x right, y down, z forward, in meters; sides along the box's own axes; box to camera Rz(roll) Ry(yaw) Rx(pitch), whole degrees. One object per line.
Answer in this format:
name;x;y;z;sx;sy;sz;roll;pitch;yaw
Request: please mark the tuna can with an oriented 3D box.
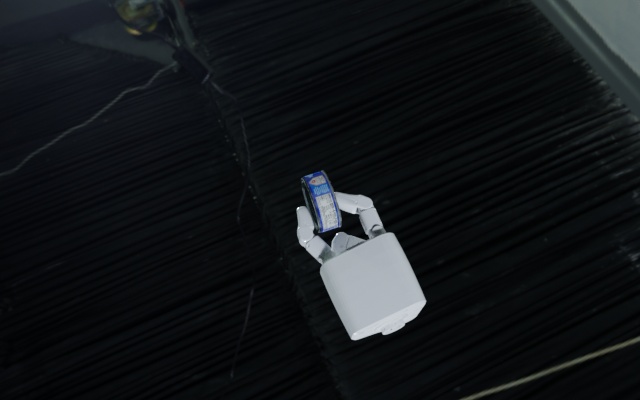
tuna can;0.000;0.002;0.687;0.034;0.086;0.086;-18;2;-8
